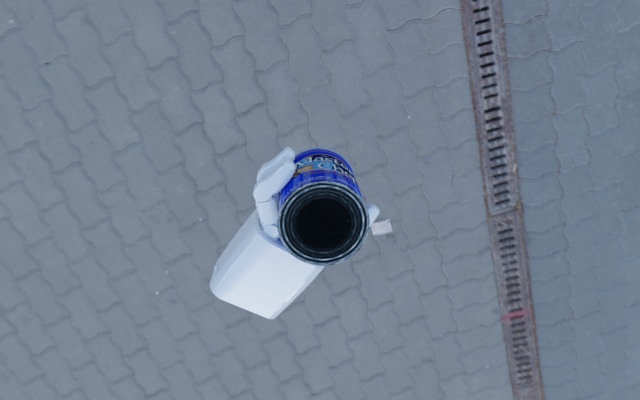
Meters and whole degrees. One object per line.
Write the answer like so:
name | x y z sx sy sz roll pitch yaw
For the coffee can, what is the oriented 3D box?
coffee can | 0.000 0.002 0.589 0.103 0.103 0.140 0 21 -3
